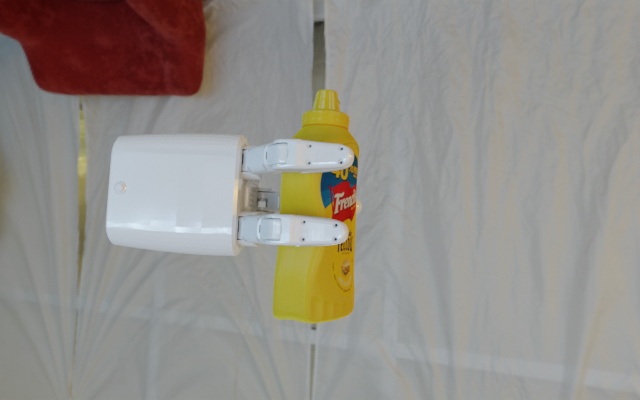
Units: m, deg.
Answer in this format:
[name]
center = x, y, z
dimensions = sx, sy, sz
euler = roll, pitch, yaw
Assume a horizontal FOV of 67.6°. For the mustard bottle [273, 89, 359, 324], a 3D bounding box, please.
[mustard bottle]
center = 0.000, 0.002, 0.407
dimensions = 0.058, 0.191, 0.096
euler = 1, -5, 26
